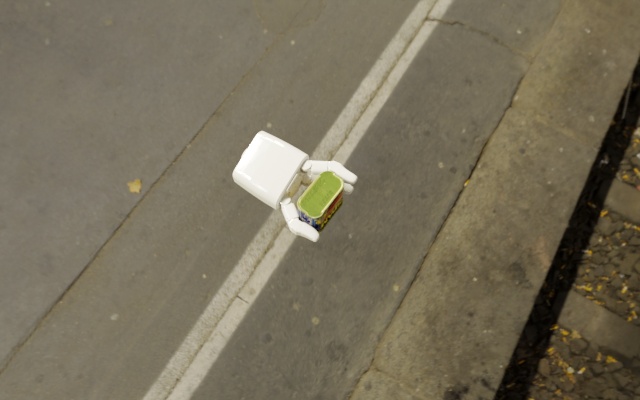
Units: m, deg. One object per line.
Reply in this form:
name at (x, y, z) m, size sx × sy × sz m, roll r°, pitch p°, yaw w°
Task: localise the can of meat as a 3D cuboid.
can of meat at (0.000, 0.003, 0.886) m, size 0.057 × 0.102 × 0.084 m, roll 34°, pitch -19°, yaw 12°
